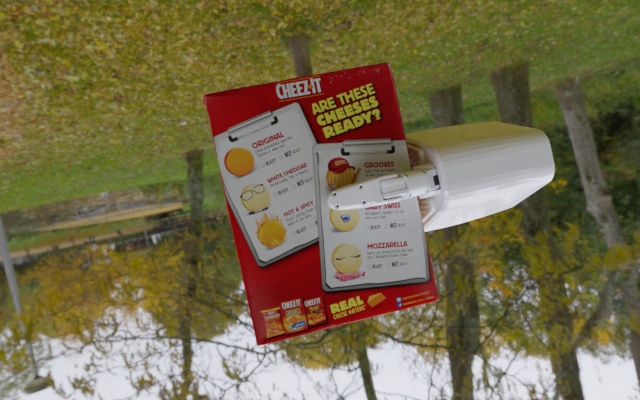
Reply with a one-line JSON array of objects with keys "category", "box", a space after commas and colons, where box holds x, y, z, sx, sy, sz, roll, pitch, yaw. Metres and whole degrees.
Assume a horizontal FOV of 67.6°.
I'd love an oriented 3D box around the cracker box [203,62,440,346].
[{"category": "cracker box", "box": [0.000, 0.002, 0.432, 0.164, 0.213, 0.072, -12, 0, -9]}]
